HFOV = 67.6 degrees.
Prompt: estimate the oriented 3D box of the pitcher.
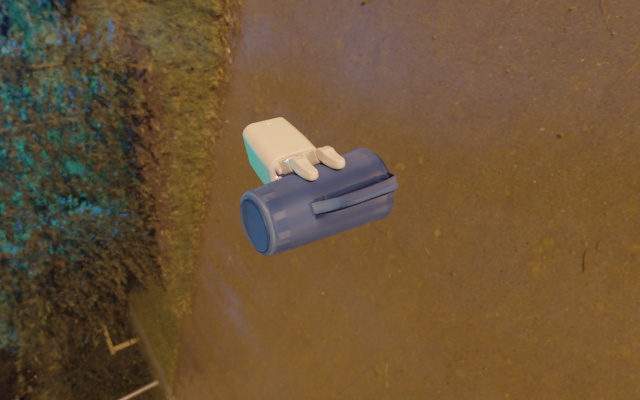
[{"bbox_3d":[0.000,0.002,0.789,0.243,0.149,0.145,-20,53,-31],"label":"pitcher"}]
